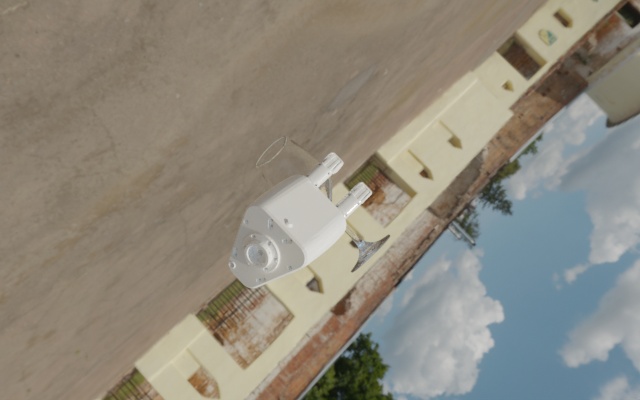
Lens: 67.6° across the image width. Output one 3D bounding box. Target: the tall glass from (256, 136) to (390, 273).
[{"bbox_3d":[0.001,0.003,0.662,0.079,0.201,0.079,-44,-4,-4],"label":"tall glass"}]
